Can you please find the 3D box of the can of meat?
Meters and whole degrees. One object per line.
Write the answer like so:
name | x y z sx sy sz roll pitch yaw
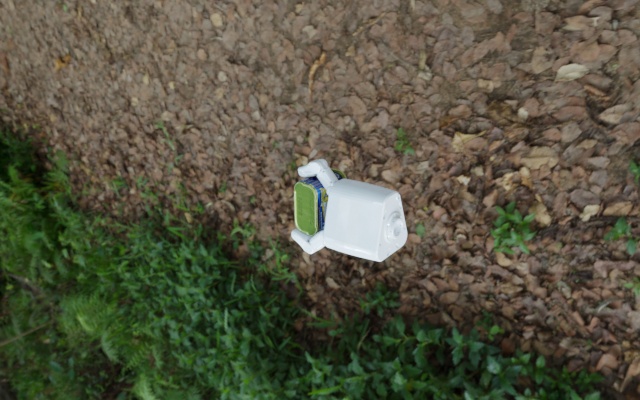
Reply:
can of meat | 0.000 0.003 0.843 0.057 0.102 0.084 18 29 37
